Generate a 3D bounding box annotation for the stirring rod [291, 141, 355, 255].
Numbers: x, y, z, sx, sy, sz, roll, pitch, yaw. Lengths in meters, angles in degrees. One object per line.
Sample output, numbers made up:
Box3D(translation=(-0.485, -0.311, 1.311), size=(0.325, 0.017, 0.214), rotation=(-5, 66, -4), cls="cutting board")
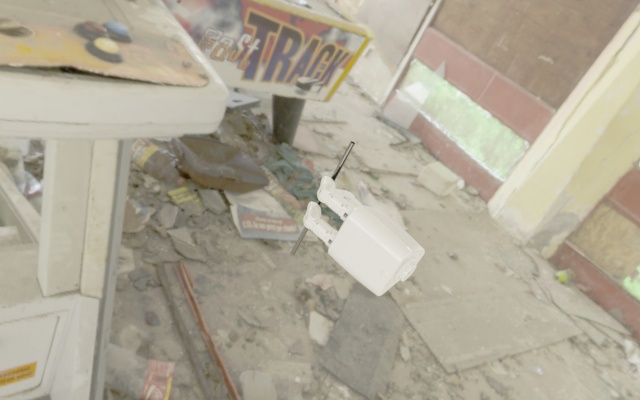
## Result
Box3D(translation=(0.000, 0.003, 0.803), size=(0.011, 0.240, 0.011), rotation=(21, 29, -13), cls="stirring rod")
